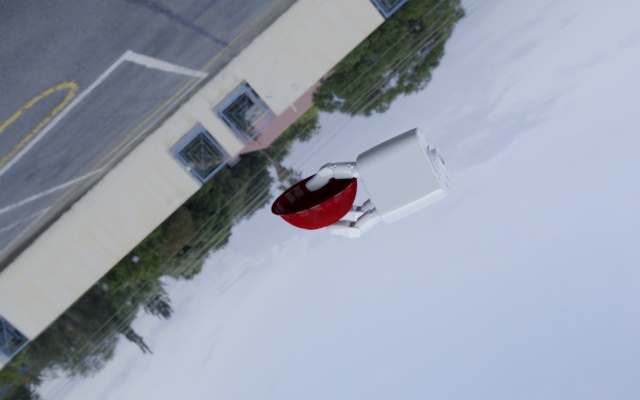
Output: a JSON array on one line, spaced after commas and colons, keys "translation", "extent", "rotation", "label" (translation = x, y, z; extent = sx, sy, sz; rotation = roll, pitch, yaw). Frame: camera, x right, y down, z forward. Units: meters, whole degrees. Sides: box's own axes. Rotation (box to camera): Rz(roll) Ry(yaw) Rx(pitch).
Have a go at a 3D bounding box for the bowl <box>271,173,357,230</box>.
[{"translation": [-0.001, 0.003, 0.804], "extent": [0.162, 0.055, 0.162], "rotation": [-22, 20, 8], "label": "bowl"}]
